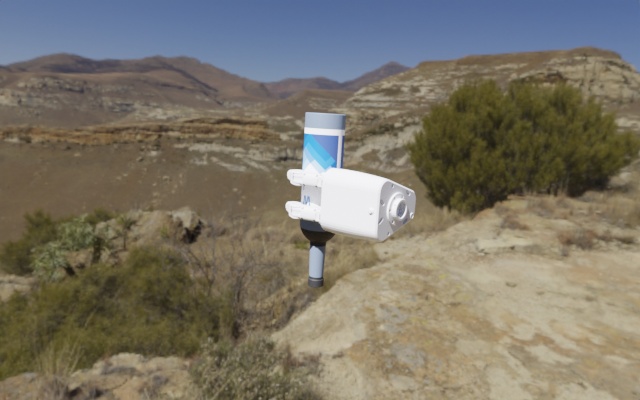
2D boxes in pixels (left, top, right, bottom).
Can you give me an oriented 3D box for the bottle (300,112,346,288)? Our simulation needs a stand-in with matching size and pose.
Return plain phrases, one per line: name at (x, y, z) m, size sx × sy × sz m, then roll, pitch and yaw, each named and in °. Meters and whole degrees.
bottle at (0.000, 0.002, 0.807) m, size 0.069 × 0.296 × 0.069 m, roll 3°, pitch 10°, yaw -1°
